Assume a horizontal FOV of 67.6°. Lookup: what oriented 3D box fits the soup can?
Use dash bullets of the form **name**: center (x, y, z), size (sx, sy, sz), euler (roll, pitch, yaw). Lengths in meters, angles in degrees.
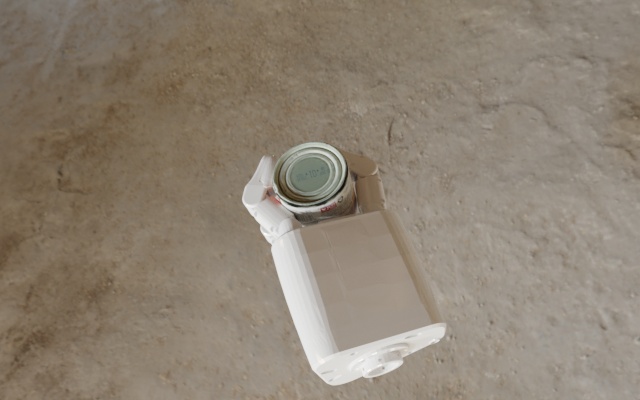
- **soup can**: center (0.000, 0.001, 0.445), size (0.068, 0.068, 0.102), euler (0, -30, 13)
